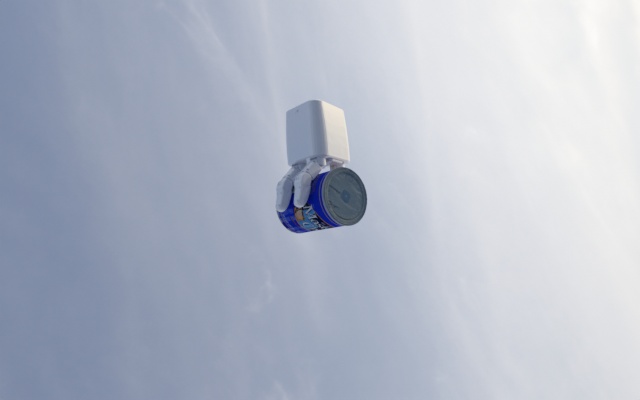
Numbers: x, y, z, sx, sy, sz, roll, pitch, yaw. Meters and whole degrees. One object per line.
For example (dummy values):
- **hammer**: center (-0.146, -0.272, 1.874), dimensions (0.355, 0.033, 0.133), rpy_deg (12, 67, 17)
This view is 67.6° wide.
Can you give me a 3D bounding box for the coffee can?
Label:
- **coffee can**: center (0.000, 0.003, 0.870), dimensions (0.103, 0.103, 0.140), rpy_deg (0, -9, -41)
